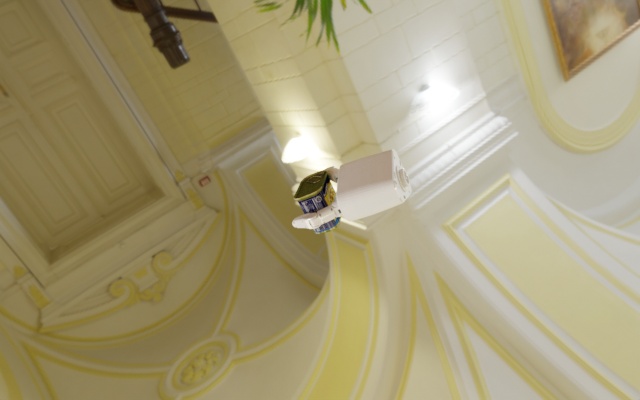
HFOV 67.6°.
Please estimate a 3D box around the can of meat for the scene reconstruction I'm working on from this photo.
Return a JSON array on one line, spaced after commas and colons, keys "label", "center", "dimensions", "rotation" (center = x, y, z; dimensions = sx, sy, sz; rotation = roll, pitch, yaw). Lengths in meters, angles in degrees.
[{"label": "can of meat", "center": [0.000, 0.003, 0.896], "dimensions": [0.057, 0.084, 0.102], "rotation": [-20, 22, 19]}]
